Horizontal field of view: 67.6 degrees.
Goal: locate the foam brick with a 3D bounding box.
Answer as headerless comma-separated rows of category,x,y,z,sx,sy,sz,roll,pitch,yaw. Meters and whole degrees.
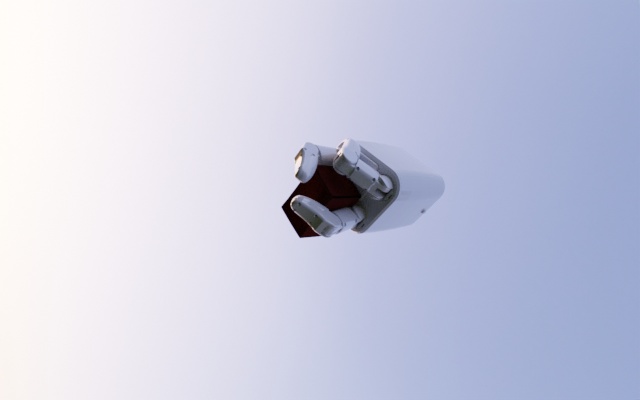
foam brick,0.000,0.002,0.581,0.051,0.053,0.078,-2,-38,-44
